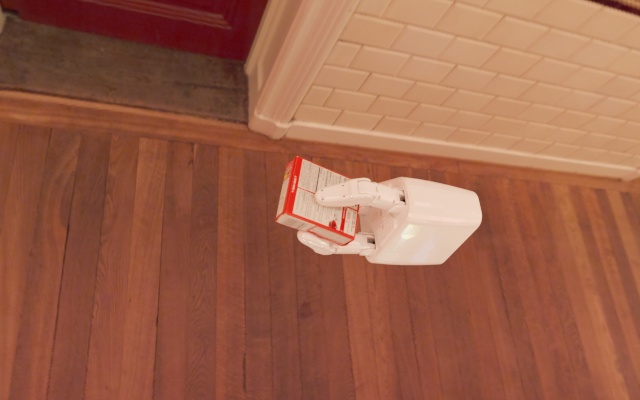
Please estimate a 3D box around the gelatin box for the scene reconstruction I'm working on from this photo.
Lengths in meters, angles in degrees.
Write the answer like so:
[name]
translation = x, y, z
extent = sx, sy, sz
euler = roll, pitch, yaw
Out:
[gelatin box]
translation = 0.000, 0.001, 0.528
extent = 0.089, 0.073, 0.030
euler = 22, -31, -22
